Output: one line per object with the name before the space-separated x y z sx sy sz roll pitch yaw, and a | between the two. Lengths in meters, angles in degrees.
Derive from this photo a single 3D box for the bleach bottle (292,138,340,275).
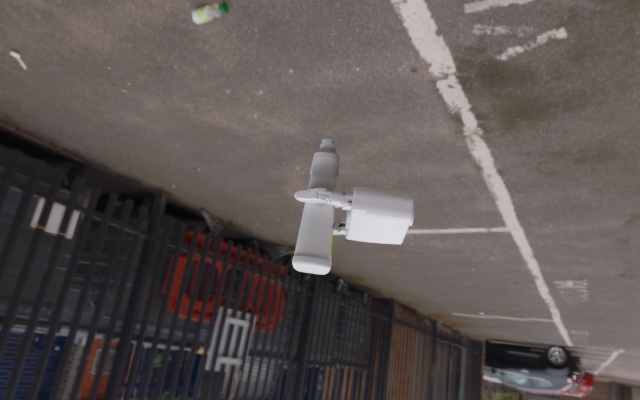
bleach bottle | 0.000 0.003 0.873 0.068 0.250 0.102 8 -17 1
